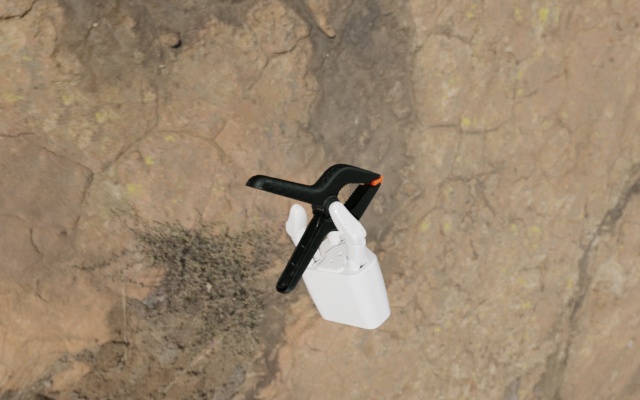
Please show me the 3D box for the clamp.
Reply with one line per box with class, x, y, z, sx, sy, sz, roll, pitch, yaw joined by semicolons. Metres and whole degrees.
clamp;0.001;0.002;0.627;0.210;0.165;0.036;-36;34;-28
